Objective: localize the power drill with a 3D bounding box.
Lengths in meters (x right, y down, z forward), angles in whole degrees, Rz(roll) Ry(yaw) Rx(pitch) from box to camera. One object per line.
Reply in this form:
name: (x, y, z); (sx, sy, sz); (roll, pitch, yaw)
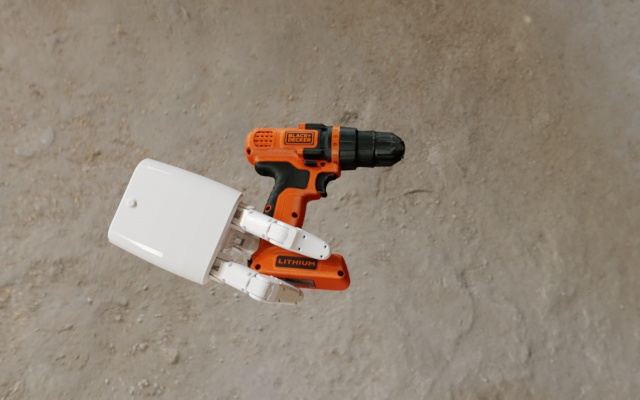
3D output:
power drill: (0.000, 0.002, 0.527); (0.184, 0.187, 0.057); (1, -25, 8)
